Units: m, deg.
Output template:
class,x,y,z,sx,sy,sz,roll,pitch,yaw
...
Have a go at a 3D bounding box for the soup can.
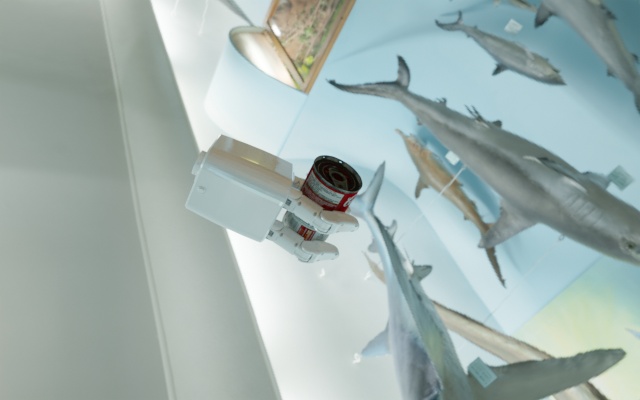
class,x,y,z,sx,sy,sz,roll,pitch,yaw
soup can,0.000,0.002,0.615,0.068,0.102,0.068,21,34,-15
